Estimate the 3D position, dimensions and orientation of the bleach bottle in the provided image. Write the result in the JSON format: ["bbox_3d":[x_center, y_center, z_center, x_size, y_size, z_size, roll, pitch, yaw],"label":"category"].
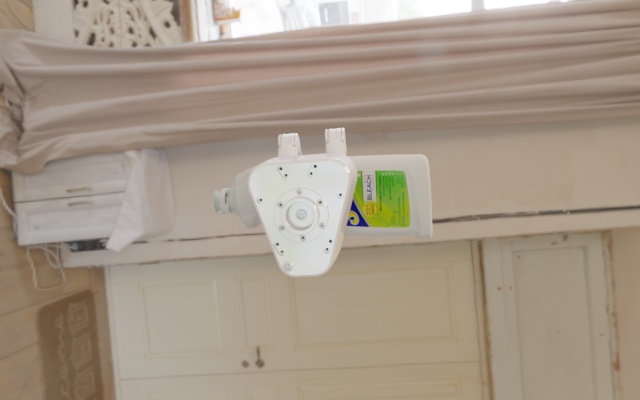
[{"bbox_3d":[0.000,0.002,0.566,0.251,0.102,0.068,-4,6,5],"label":"bleach bottle"}]
